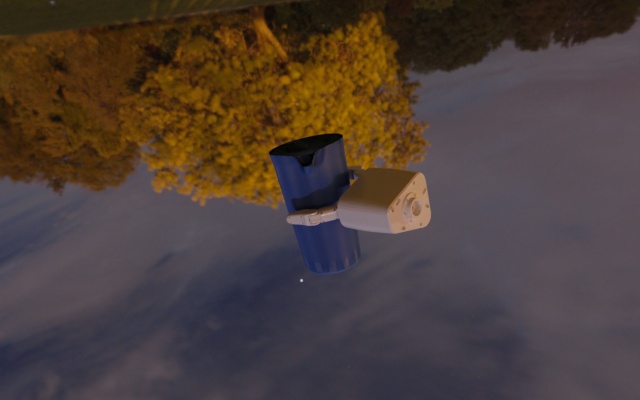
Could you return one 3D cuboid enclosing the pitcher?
[{"bbox_3d":[0.000,0.003,0.879,0.145,0.243,0.149,6,26,45],"label":"pitcher"}]
